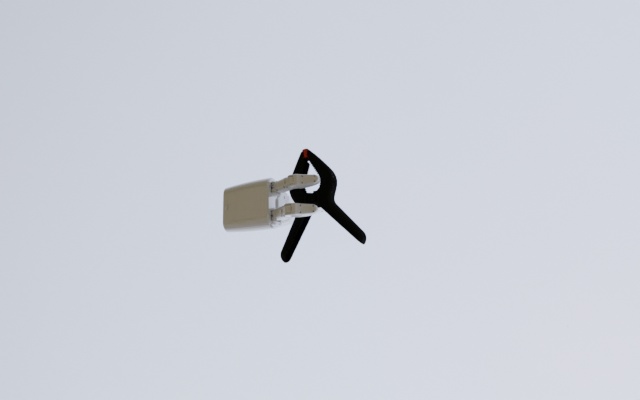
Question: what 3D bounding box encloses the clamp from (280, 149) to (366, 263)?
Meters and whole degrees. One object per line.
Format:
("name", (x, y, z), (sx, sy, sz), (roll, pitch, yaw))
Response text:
("clamp", (0.000, 0.003, 0.875), (0.164, 0.210, 0.036), (-8, -17, 21))
